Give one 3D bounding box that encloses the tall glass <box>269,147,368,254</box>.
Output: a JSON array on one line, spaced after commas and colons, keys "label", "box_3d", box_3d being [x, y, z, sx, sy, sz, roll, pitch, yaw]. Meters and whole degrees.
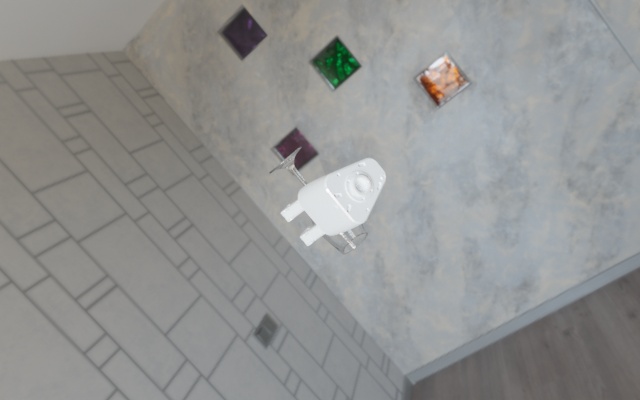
[{"label": "tall glass", "box_3d": [0.000, 0.002, 0.865, 0.079, 0.201, 0.079, -39, 7, 5]}]
